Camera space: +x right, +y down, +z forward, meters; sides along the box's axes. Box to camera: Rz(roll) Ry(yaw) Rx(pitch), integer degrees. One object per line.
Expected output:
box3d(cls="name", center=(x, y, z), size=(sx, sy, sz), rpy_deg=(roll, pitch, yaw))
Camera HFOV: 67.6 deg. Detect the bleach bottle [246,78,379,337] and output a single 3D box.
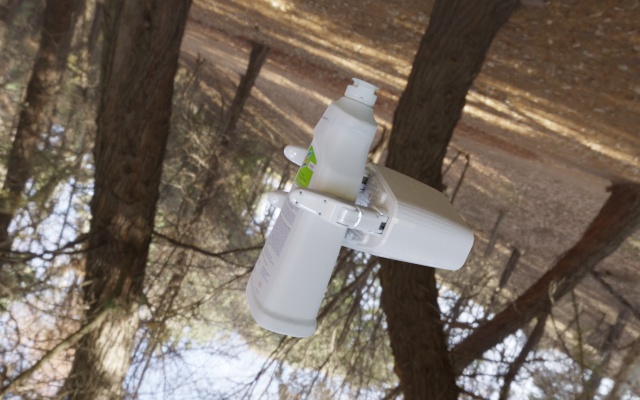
box3d(cls="bleach bottle", center=(0.000, 0.002, 0.481), size=(0.068, 0.251, 0.102), rpy_deg=(19, 10, -22))
